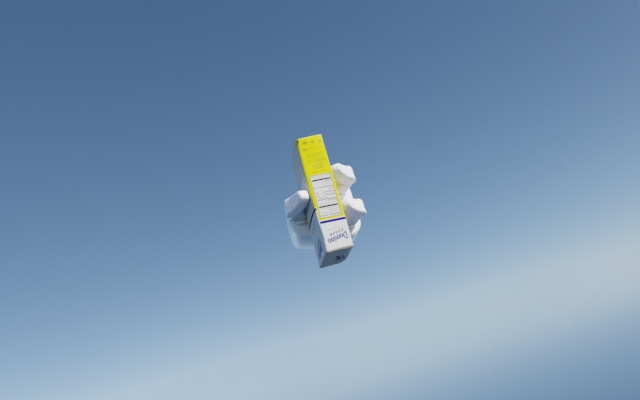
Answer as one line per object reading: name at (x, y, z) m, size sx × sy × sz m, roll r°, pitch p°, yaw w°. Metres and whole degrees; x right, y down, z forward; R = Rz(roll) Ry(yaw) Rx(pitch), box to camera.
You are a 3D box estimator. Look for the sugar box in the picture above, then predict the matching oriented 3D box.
sugar box at (0.001, 0.002, 0.705) m, size 0.048 × 0.176 × 0.093 m, roll -14°, pitch -19°, yaw -12°
